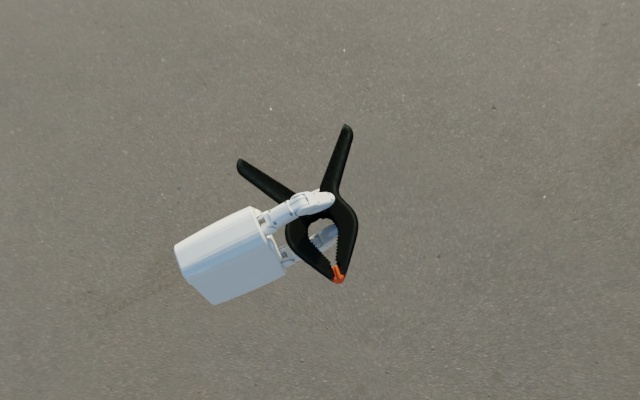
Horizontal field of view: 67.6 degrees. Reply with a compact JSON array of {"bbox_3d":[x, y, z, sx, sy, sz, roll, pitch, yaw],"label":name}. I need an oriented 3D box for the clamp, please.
[{"bbox_3d":[0.000,0.002,0.619,0.164,0.210,0.036,-25,-20,-3],"label":"clamp"}]
